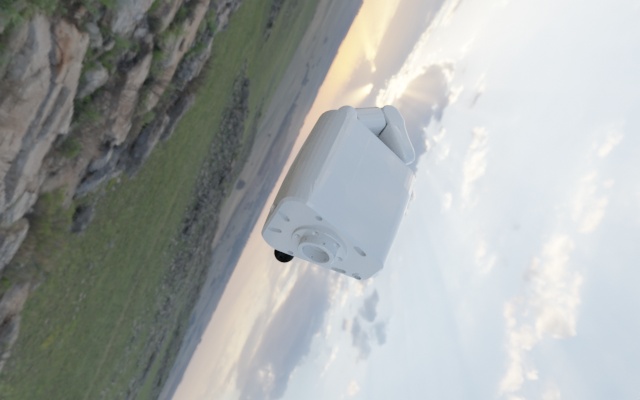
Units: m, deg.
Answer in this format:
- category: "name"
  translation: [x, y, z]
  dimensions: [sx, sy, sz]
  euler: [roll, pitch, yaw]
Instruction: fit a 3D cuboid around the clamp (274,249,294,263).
- category: "clamp"
  translation: [0.001, 0.002, 0.545]
  dimensions: [0.039, 0.120, 0.171]
  euler: [29, -36, -2]
